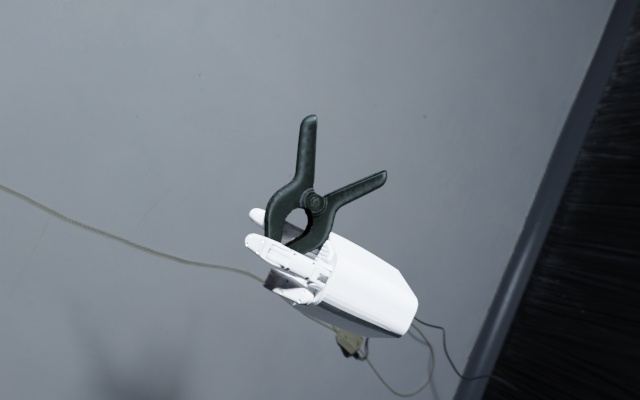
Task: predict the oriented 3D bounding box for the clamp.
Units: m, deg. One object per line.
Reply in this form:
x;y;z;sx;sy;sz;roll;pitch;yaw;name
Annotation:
0.000;0.002;0.543;0.120;0.171;0.039;27;-6;-8;clamp
